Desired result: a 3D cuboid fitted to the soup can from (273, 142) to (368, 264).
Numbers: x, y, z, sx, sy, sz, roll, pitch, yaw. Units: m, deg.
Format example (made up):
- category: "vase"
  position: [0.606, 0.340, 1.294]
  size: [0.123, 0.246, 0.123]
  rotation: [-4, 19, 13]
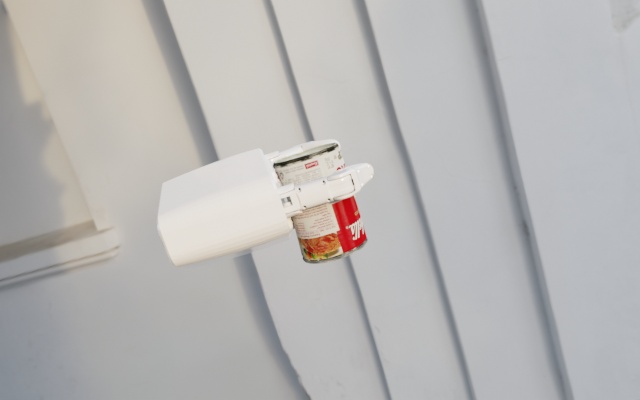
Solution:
- category: "soup can"
  position: [0.000, 0.001, 0.468]
  size: [0.068, 0.102, 0.068]
  rotation: [-17, 10, 3]
